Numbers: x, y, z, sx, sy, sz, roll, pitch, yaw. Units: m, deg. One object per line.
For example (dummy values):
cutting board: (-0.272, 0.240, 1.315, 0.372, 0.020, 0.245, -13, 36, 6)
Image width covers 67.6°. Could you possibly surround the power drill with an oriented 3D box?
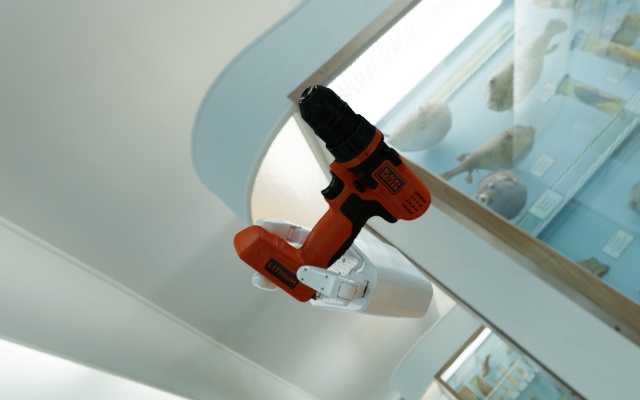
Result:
power drill: (0.000, 0.002, 0.491, 0.184, 0.187, 0.057, 42, 9, -24)
